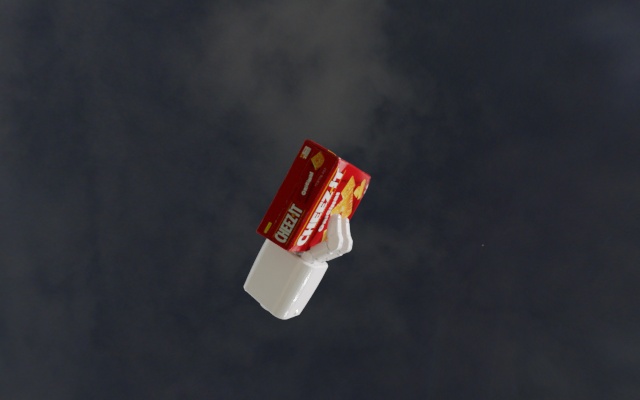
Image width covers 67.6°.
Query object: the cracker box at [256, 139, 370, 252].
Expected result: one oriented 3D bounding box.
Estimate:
[{"bbox_3d":[0.000,0.003,0.811,0.072,0.164,0.214,30,5,19],"label":"cracker box"}]
